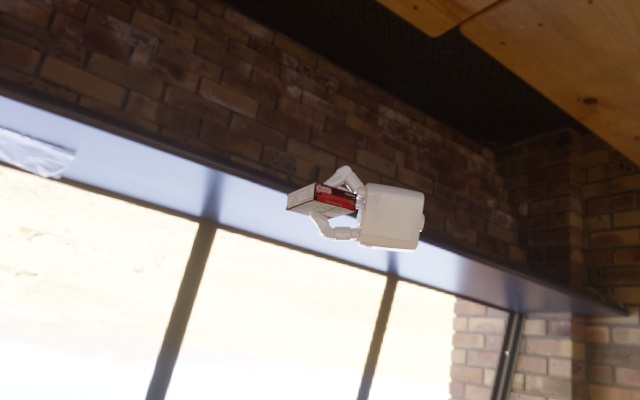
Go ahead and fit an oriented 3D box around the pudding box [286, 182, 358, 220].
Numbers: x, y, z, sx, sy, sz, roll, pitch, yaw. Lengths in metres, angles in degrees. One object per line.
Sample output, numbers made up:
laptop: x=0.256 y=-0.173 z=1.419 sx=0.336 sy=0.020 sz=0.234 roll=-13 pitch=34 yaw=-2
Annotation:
pudding box: x=0.000 y=0.003 z=0.879 sx=0.090 sy=0.039 sz=0.113 roll=17 pitch=-20 yaw=-27
